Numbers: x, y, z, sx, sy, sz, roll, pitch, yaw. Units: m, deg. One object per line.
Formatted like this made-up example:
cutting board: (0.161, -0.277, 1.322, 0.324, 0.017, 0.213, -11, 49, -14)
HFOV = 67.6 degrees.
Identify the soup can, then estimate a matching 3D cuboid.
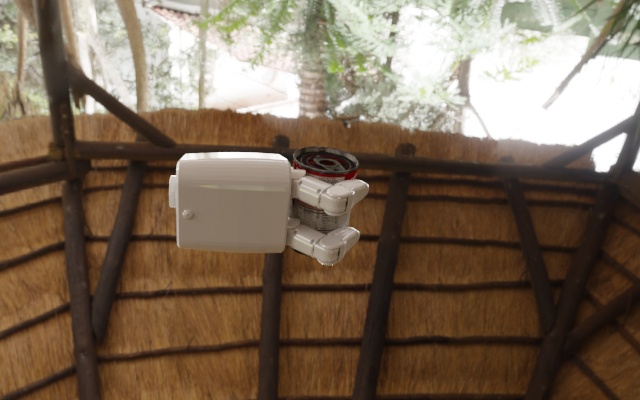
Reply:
soup can: (0.001, 0.002, 0.511, 0.068, 0.102, 0.068, 6, 26, -3)
